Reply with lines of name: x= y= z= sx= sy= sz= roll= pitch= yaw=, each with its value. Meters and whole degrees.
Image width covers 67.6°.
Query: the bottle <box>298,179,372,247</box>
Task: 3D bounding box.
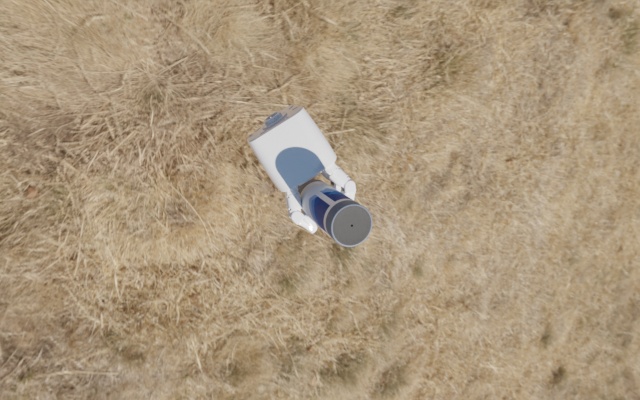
bottle: x=0.000 y=0.003 z=0.838 sx=0.069 sy=0.069 sz=0.295 roll=0 pitch=14 yaw=-19
